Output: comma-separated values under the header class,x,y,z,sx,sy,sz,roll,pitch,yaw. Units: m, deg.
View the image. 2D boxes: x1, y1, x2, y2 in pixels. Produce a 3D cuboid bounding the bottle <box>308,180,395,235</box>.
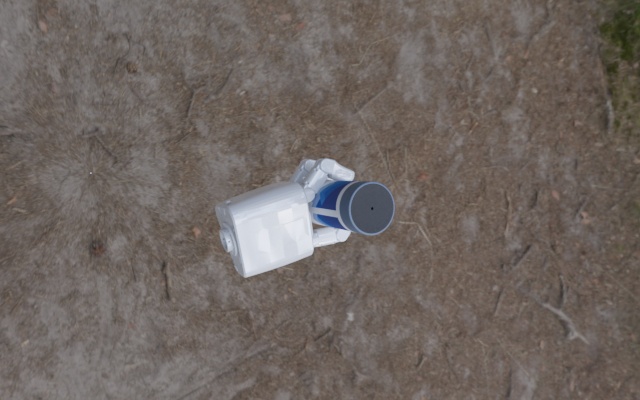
class,x,y,z,sx,sy,sz,roll,pitch,yaw
bottle,0.000,0.002,0.717,0.069,0.069,0.295,0,3,-26
